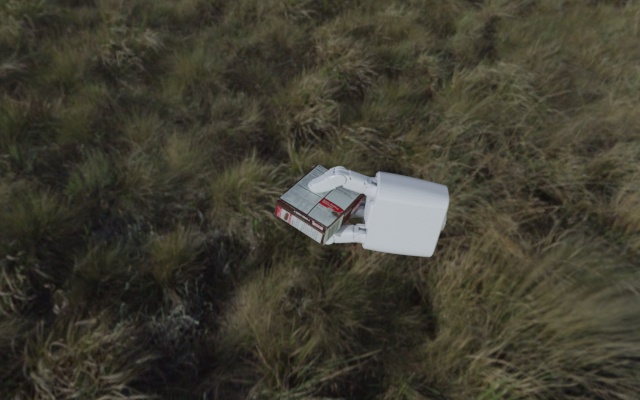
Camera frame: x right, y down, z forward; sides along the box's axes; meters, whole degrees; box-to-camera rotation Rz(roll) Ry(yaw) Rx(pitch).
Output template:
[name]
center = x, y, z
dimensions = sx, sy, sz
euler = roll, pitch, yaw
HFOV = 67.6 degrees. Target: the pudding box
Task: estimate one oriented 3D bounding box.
[pudding box]
center = 0.000, 0.002, 0.714
dimensions = 0.090, 0.039, 0.113
euler = 31, 44, 17
